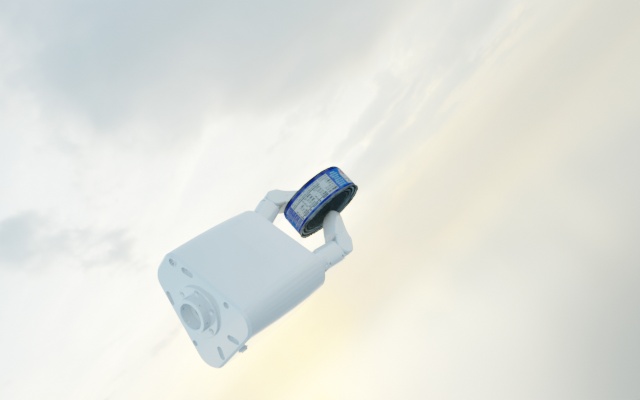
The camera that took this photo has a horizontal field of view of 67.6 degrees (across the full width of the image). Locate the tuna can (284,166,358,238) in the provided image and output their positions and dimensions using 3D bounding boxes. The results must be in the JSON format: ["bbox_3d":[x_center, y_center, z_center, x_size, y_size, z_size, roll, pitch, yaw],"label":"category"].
[{"bbox_3d":[0.000,0.001,0.538,0.086,0.033,0.086,-39,-15,-12],"label":"tuna can"}]
